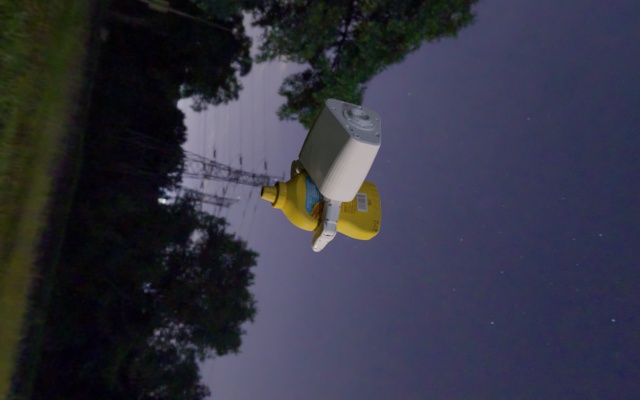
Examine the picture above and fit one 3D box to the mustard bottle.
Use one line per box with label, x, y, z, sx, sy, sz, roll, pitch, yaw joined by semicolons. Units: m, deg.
mustard bottle;0.000;0.003;0.752;0.191;0.096;0.058;10;-27;-22
